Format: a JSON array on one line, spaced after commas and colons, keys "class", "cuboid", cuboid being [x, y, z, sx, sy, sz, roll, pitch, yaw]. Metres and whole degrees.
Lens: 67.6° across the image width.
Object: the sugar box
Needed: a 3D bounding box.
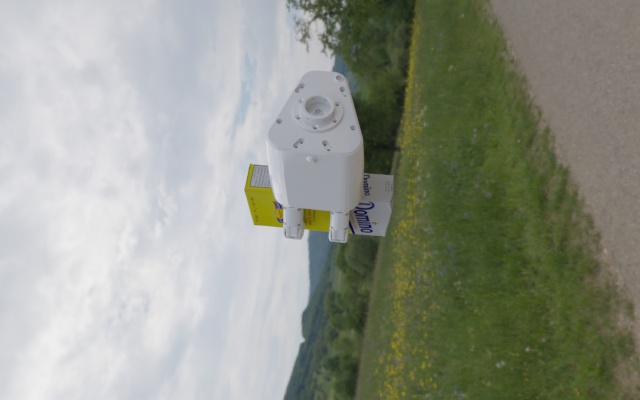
[{"class": "sugar box", "cuboid": [0.000, 0.002, 0.598, 0.176, 0.048, 0.093, 6, -30, 5]}]
